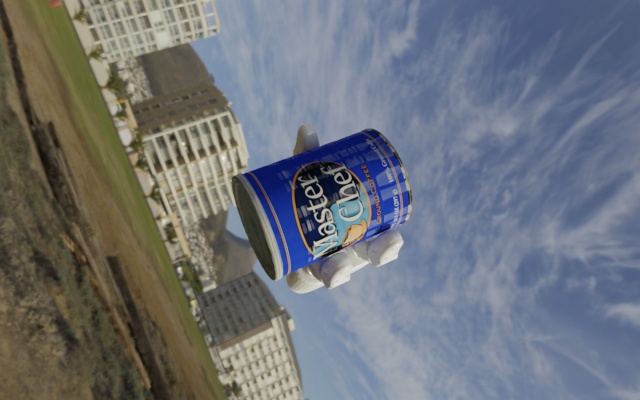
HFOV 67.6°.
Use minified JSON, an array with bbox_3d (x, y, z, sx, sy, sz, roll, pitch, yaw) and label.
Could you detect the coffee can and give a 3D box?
[{"bbox_3d":[0.000,0.001,0.455,0.140,0.103,0.103,-22,7,-17],"label":"coffee can"}]
